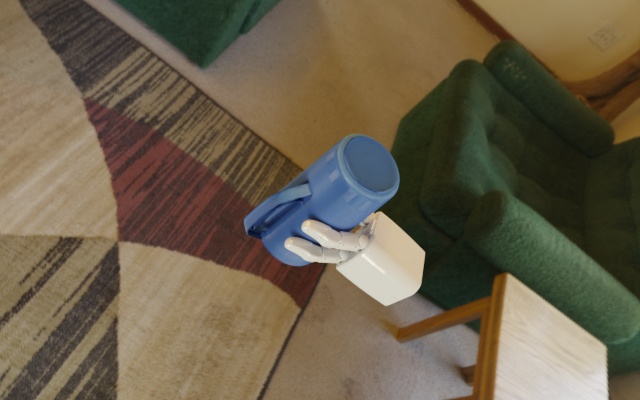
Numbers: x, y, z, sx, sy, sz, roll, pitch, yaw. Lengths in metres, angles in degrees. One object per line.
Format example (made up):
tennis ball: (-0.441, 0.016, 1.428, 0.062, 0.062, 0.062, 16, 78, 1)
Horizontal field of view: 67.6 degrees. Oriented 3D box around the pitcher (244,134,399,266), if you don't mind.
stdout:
pitcher: (0.000, 0.003, 0.741, 0.243, 0.145, 0.149, -40, 13, 48)
